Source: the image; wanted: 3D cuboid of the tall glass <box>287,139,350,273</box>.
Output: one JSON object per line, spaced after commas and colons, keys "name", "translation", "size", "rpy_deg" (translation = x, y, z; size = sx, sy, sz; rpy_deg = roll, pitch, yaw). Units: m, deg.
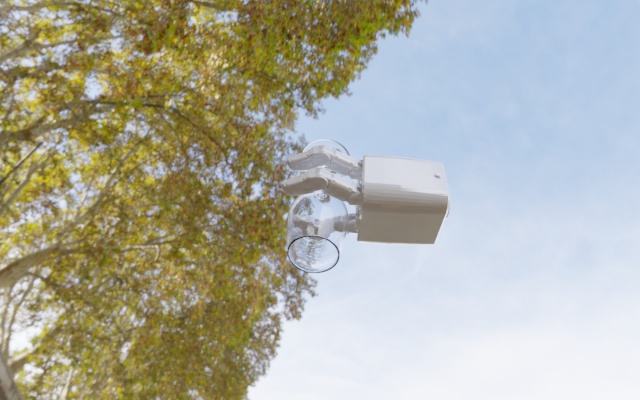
{"name": "tall glass", "translation": [0.000, 0.002, 0.631], "size": [0.079, 0.079, 0.201], "rpy_deg": [0, 38, 6]}
